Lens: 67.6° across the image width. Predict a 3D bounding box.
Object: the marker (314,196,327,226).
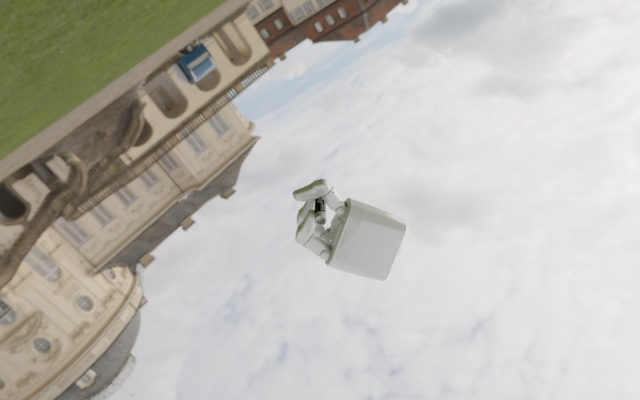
[{"bbox_3d":[0.000,0.003,0.769,0.020,0.020,0.121,0,28,0],"label":"marker"}]
